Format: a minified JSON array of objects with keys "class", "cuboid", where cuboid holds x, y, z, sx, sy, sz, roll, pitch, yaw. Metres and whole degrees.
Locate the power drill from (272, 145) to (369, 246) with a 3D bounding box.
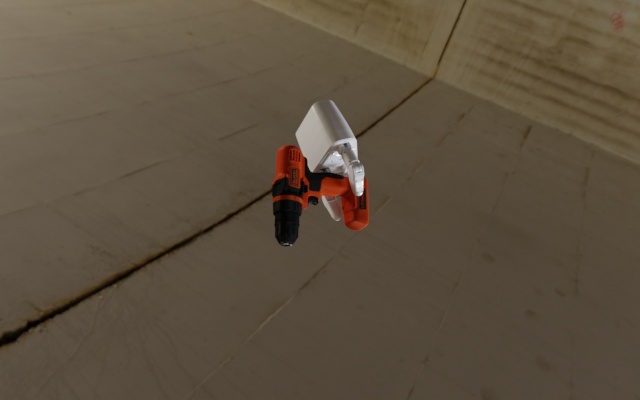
[{"class":"power drill","cuboid":[0.000,0.003,0.868,0.188,0.184,0.057,13,-22,-32]}]
